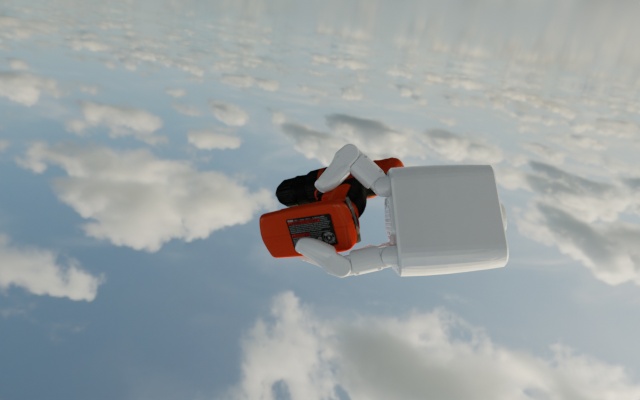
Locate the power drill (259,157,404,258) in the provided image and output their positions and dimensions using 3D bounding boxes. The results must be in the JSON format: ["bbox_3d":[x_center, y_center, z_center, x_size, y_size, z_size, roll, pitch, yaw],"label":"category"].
[{"bbox_3d":[0.000,0.002,0.576,0.184,0.057,0.187,-11,18,24],"label":"power drill"}]
